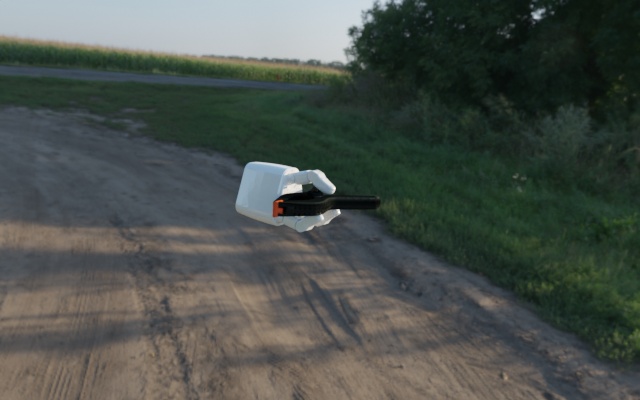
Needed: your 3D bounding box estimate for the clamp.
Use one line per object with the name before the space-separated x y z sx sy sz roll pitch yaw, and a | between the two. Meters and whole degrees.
clamp | 0.000 0.002 0.876 0.164 0.036 0.210 11 15 34
